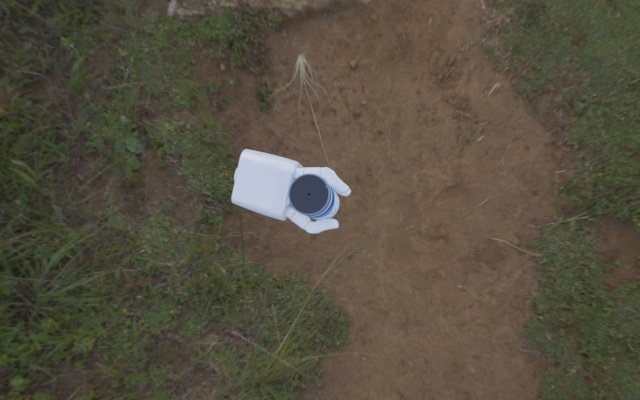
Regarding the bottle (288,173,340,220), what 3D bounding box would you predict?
[{"bbox_3d":[0.000,0.003,0.892,0.069,0.069,0.296,0,-5,7],"label":"bottle"}]
